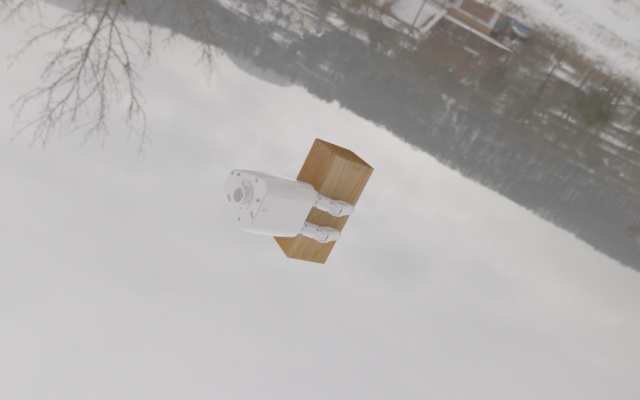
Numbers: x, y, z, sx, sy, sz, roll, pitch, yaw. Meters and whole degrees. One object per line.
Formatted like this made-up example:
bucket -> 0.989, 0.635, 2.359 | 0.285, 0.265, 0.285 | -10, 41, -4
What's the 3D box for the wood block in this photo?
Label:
wood block -> 0.000, 0.003, 0.885 | 0.090, 0.206, 0.090 | 15, 20, -35
